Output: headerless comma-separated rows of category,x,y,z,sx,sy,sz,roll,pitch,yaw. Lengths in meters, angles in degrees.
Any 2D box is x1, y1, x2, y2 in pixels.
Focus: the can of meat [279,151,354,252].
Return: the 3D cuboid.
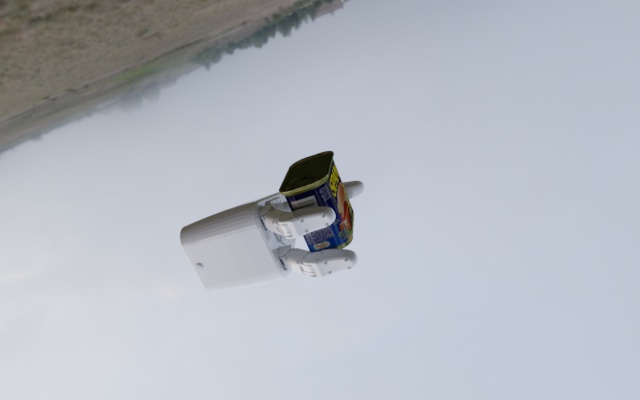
can of meat,0.000,0.002,0.544,0.057,0.084,0.102,-17,21,14
